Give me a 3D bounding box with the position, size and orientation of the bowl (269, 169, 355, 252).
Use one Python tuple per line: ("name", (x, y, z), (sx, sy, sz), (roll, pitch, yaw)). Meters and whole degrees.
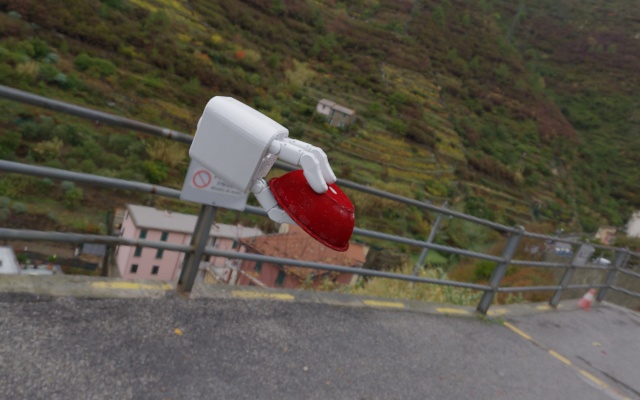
("bowl", (0.001, 0.003, 0.731), (0.162, 0.055, 0.162), (40, 14, -12))
